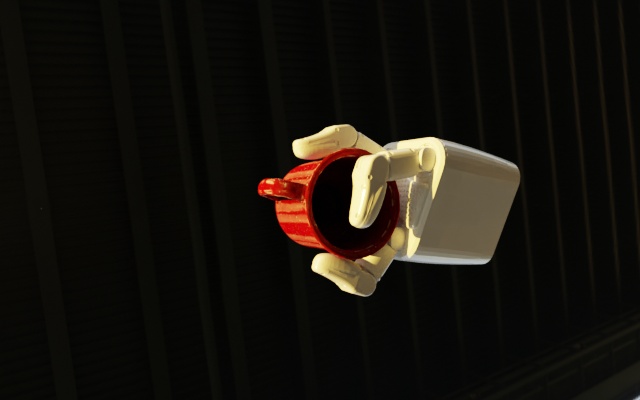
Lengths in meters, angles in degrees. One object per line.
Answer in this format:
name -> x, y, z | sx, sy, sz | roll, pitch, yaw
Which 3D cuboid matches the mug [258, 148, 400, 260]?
mug -> -0.001, 0.001, 0.426 | 0.117, 0.093, 0.081 | 11, -6, -28
